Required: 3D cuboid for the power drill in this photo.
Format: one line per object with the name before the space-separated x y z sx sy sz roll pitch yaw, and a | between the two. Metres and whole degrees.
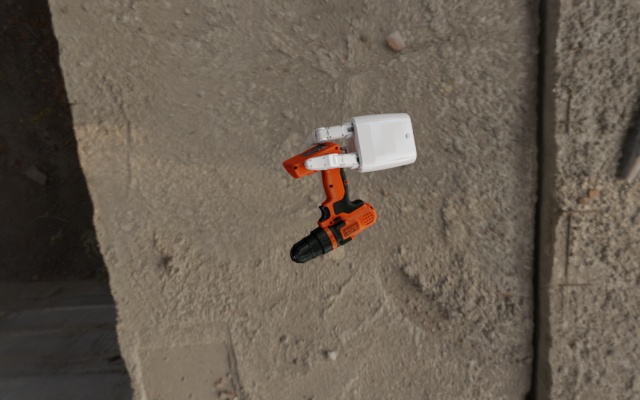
power drill | 0.000 0.002 0.865 0.184 0.188 0.057 -30 23 -20
